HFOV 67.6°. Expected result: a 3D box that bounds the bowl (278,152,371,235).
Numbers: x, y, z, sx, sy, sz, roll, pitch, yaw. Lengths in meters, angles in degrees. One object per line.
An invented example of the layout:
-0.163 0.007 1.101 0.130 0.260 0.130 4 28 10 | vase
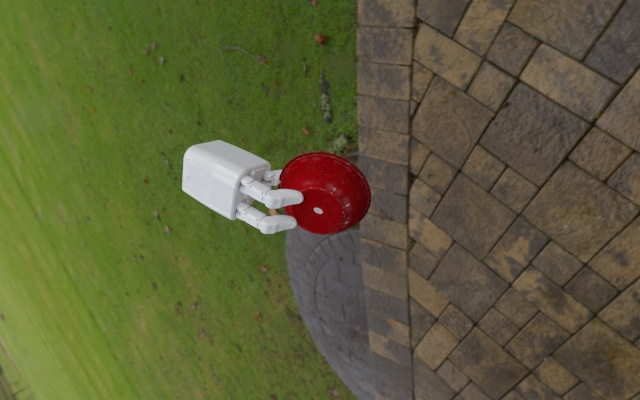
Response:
0.001 0.003 0.786 0.162 0.162 0.055 0 35 15 | bowl
